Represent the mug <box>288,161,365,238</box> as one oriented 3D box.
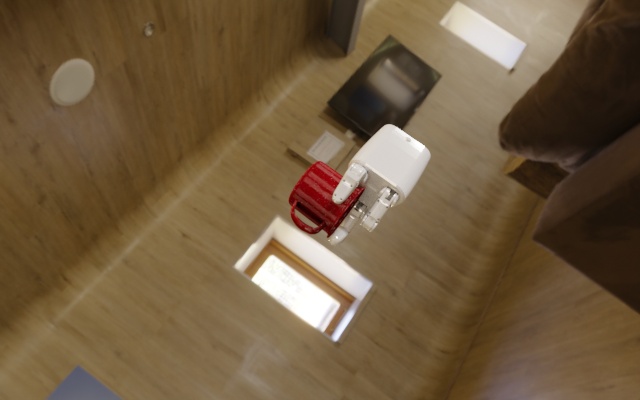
[{"bbox_3d":[-0.001,0.003,0.705,0.081,0.117,0.093,37,-36,7],"label":"mug"}]
